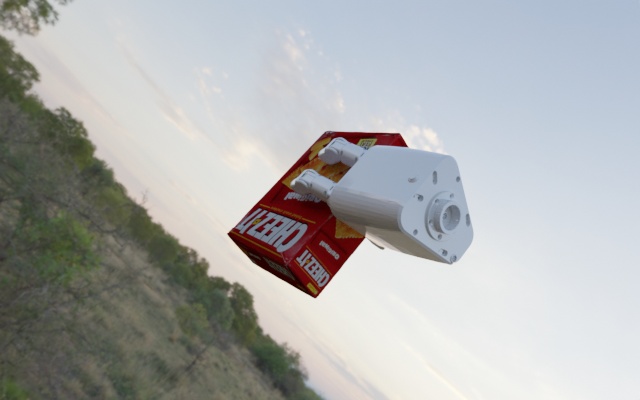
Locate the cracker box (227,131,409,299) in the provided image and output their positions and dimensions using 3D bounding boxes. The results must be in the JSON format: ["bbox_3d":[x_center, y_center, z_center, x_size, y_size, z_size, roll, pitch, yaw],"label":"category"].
[{"bbox_3d":[0.000,0.002,0.617,0.164,0.213,0.072,15,-33,55],"label":"cracker box"}]
